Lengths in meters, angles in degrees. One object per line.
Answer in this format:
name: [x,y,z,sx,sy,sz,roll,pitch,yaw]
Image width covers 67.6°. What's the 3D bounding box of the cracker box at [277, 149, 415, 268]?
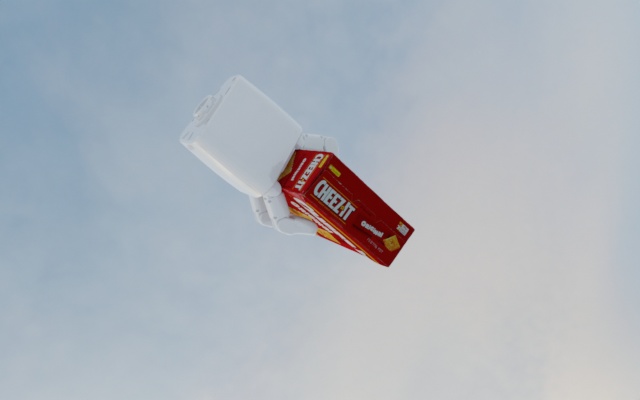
cracker box: [0.000,0.002,0.664,0.164,0.072,0.213,40,-11,-28]
